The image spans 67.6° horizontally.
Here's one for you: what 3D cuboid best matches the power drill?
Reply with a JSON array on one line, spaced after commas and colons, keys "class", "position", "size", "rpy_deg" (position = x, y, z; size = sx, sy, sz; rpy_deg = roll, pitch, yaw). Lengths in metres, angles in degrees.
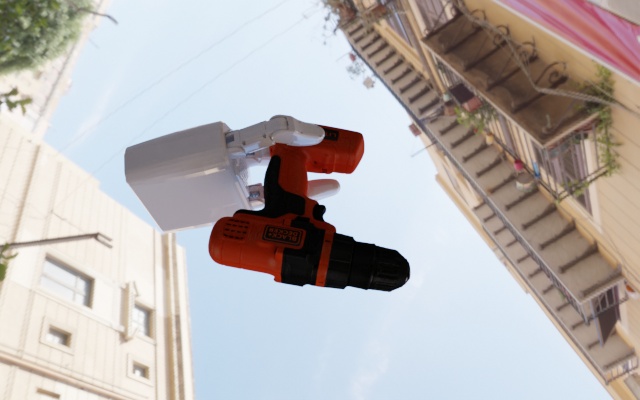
[{"class": "power drill", "position": [0.000, 0.001, 0.480], "size": [0.184, 0.187, 0.057], "rpy_deg": [11, -44, 1]}]
